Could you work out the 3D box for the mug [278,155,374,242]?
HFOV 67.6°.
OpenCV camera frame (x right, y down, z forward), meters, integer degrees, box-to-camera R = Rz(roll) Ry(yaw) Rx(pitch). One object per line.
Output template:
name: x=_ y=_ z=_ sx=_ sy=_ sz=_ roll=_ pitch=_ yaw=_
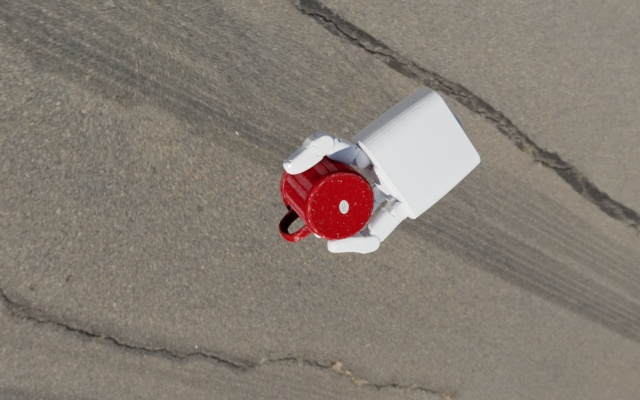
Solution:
mug: x=-0.001 y=0.003 z=0.542 sx=0.117 sy=0.093 sz=0.081 roll=-41 pitch=28 yaw=-2
